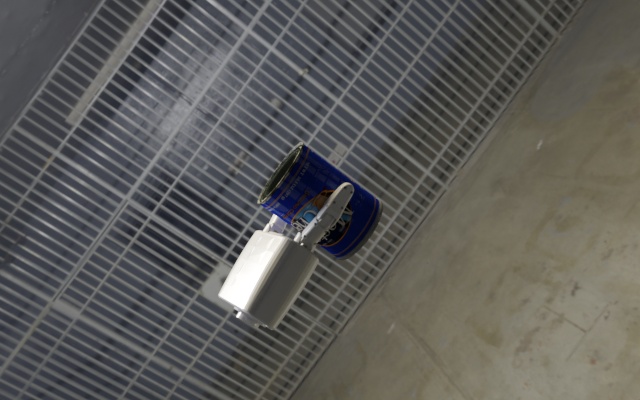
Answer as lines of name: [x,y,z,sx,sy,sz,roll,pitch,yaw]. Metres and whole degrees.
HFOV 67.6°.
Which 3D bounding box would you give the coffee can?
coffee can: [0.000,0.002,0.657,0.140,0.103,0.103,36,-10,-14]
